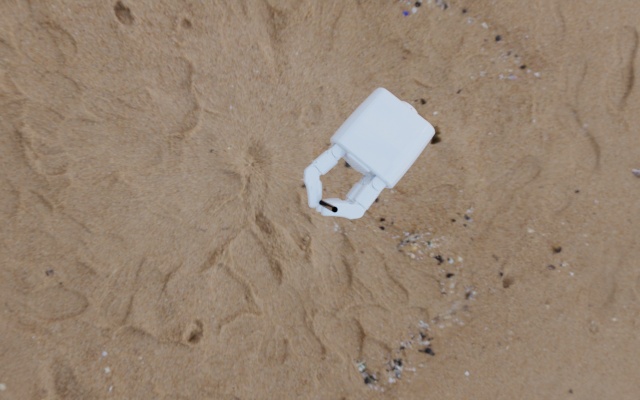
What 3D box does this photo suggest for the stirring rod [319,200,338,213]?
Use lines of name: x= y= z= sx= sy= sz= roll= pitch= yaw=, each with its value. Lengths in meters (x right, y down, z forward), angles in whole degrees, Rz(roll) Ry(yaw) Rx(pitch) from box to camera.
stirring rod: x=0.000 y=0.002 z=0.704 sx=0.011 sy=0.011 sz=0.239 roll=0 pitch=4 yaw=-8
